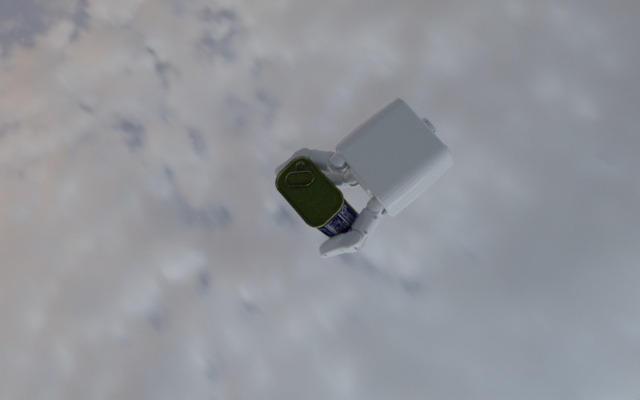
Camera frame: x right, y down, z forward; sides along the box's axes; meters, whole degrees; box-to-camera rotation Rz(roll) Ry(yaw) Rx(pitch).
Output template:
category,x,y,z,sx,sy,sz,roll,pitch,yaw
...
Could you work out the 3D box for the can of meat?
category,x,y,z,sx,sy,sz,roll,pitch,yaw
can of meat,0.000,0.002,0.623,0.102,0.057,0.084,47,2,31
